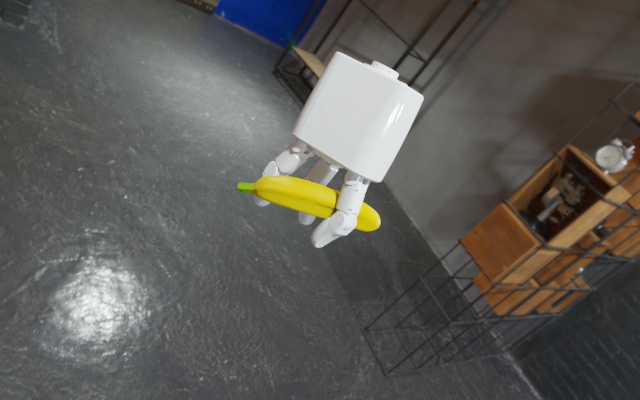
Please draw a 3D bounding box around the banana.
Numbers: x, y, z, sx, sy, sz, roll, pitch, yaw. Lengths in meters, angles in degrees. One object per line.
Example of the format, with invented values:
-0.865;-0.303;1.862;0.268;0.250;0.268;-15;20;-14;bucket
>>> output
0.005;0.003;0.567;0.198;0.037;0.069;18;-1;-26;banana
